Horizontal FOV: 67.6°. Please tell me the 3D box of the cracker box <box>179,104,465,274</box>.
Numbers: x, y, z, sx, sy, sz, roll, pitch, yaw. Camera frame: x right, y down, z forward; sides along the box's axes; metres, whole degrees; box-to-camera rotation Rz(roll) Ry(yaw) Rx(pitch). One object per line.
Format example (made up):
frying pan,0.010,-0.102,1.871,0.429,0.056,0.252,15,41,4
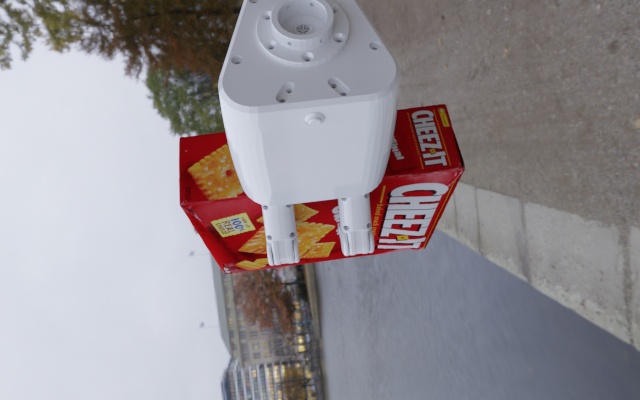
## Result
cracker box,0.000,0.001,0.430,0.214,0.072,0.164,-7,-27,-3
